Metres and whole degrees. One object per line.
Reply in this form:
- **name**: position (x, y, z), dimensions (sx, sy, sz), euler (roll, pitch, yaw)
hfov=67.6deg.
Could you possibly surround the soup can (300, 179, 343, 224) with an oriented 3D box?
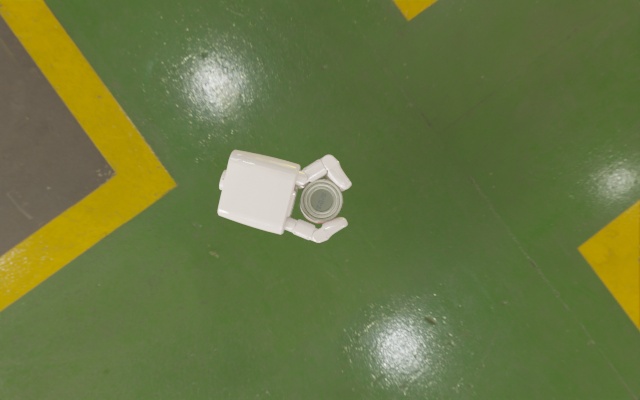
- **soup can**: position (0.001, 0.003, 0.773), dimensions (0.068, 0.068, 0.102), euler (0, -4, -2)
